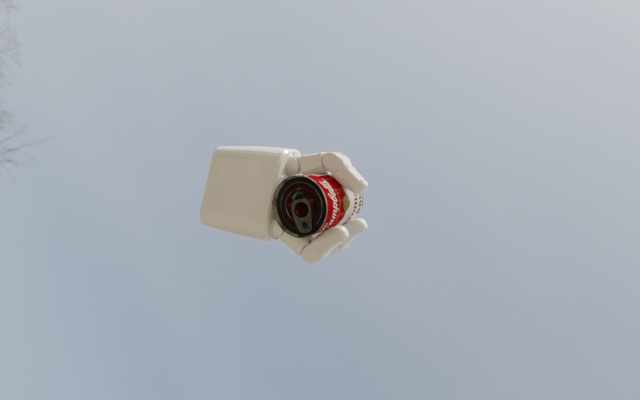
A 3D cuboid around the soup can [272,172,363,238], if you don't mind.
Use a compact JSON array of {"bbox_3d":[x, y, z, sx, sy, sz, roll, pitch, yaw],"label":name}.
[{"bbox_3d":[0.001,0.002,0.553,0.068,0.068,0.102,0,6,28],"label":"soup can"}]
